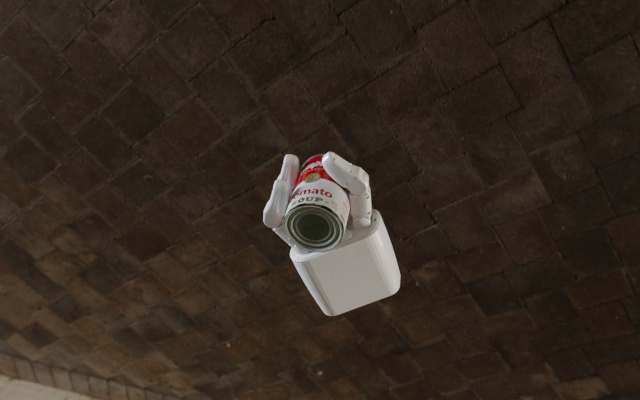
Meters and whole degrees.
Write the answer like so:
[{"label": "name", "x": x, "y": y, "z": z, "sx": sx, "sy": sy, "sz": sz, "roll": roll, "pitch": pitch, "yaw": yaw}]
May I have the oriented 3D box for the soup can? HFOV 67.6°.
[{"label": "soup can", "x": 0.000, "y": 0.002, "z": 0.545, "sx": 0.068, "sy": 0.069, "sz": 0.102, "roll": 0, "pitch": 36, "yaw": 12}]
